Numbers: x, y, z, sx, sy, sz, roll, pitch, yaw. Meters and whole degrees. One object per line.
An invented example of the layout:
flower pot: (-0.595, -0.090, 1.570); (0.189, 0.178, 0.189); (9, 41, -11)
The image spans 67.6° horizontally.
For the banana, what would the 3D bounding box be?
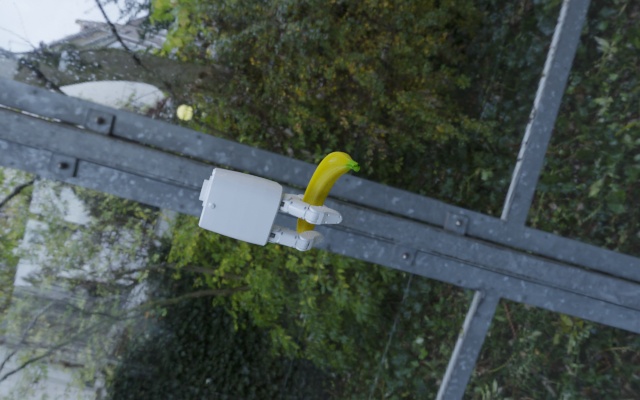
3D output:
banana: (0.001, -0.013, 0.758); (0.037, 0.069, 0.198); (16, -45, -18)
